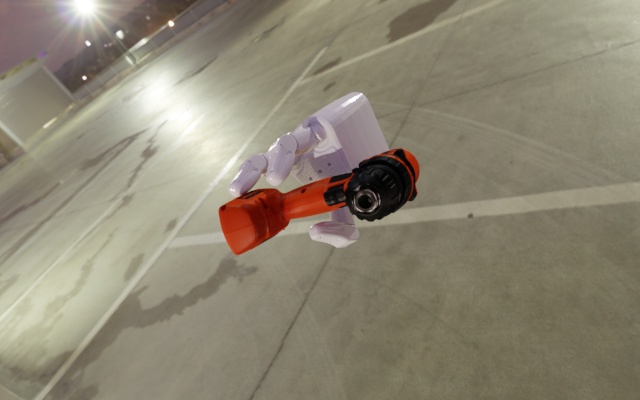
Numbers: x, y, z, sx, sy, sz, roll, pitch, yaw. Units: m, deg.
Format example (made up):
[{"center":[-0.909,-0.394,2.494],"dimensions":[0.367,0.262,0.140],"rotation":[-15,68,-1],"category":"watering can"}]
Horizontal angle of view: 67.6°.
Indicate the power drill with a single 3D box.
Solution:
[{"center":[0.000,0.002,0.462],"dimensions":[0.187,0.057,0.184],"rotation":[-15,5,20],"category":"power drill"}]
